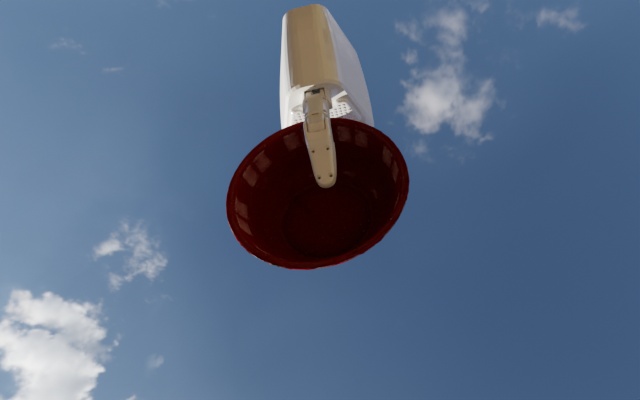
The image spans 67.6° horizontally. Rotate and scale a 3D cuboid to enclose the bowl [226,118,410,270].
[{"bbox_3d":[0.000,0.003,0.433,0.162,0.162,0.055,0,-35,14],"label":"bowl"}]
